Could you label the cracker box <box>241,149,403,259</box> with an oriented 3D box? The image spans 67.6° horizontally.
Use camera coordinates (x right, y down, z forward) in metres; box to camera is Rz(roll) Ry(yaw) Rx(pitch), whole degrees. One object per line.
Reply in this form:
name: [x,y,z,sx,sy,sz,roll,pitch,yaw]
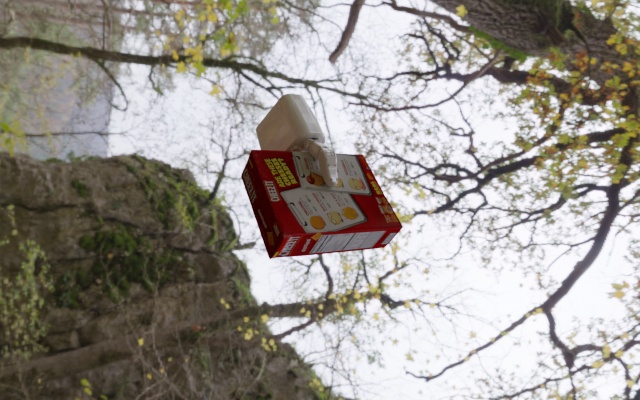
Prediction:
cracker box: [0.000,0.002,0.757,0.214,0.164,0.072,-2,-38,-31]
